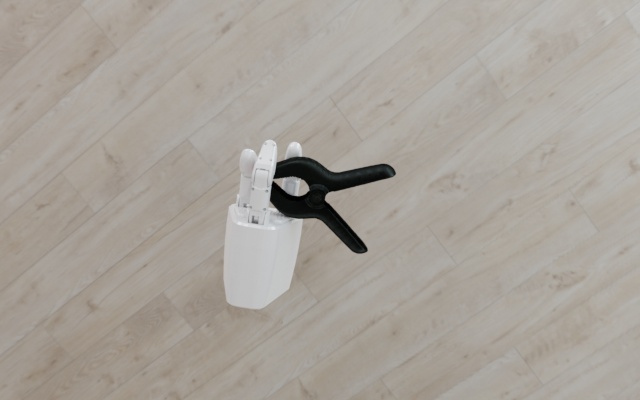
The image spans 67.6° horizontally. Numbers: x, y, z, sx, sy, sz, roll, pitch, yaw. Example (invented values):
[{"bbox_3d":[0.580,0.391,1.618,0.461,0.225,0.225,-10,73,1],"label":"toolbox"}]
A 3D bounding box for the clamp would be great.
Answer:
[{"bbox_3d":[0.000,0.002,0.595,0.171,0.120,0.039,9,11,1],"label":"clamp"}]
